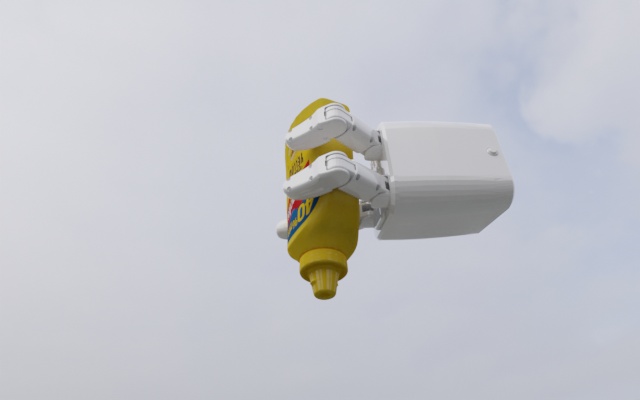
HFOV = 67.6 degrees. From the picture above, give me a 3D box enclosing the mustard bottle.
[{"bbox_3d":[0.000,0.001,0.444,0.058,0.191,0.096,15,-41,-23],"label":"mustard bottle"}]
